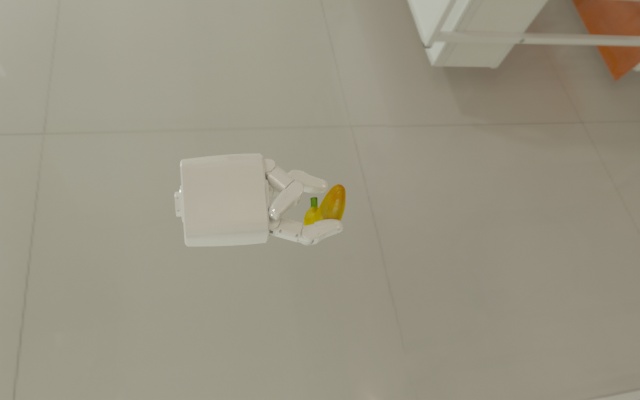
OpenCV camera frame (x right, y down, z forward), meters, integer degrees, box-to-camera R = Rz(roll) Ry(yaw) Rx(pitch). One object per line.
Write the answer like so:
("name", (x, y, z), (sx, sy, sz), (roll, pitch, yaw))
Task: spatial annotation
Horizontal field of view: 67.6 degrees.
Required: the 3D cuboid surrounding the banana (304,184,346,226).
("banana", (0.001, 0.021, 0.709), (0.037, 0.069, 0.198), (-4, -4, -13))
